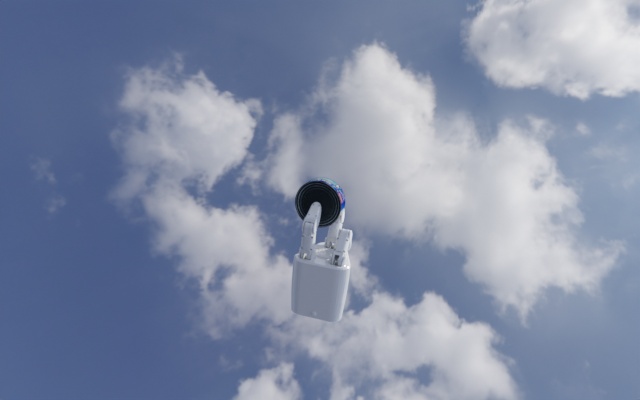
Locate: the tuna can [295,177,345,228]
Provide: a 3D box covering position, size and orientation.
[{"bbox_3d":[0.000,0.003,0.848,0.086,0.086,0.033,0,16,19],"label":"tuna can"}]
